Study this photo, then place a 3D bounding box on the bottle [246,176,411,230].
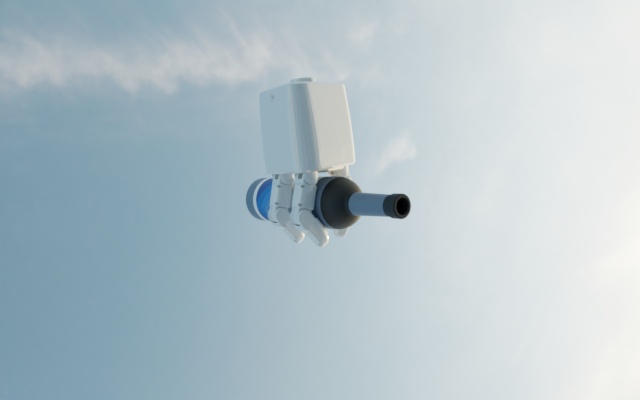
[{"bbox_3d":[0.000,0.002,0.624,0.069,0.069,0.295,0,2,-36],"label":"bottle"}]
